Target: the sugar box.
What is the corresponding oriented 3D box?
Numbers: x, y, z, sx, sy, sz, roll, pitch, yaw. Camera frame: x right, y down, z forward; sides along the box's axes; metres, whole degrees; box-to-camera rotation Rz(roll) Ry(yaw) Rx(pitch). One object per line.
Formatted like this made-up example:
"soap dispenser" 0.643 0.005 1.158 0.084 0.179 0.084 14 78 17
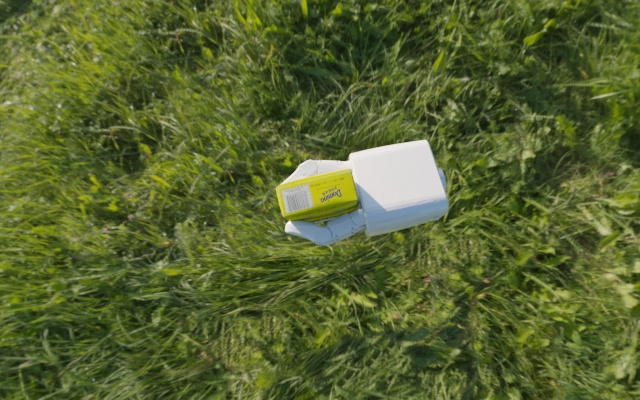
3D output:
"sugar box" 0.000 0.003 0.643 0.093 0.048 0.176 -13 -10 2
